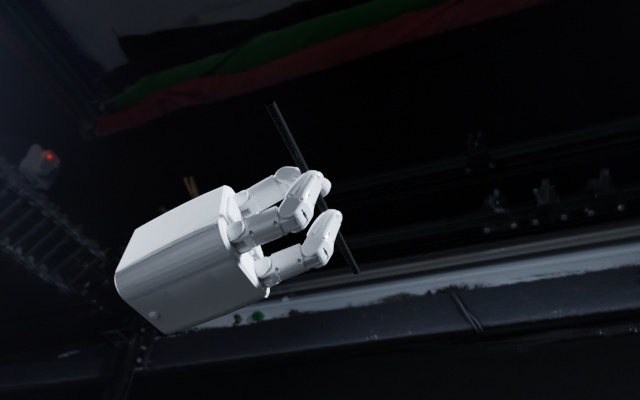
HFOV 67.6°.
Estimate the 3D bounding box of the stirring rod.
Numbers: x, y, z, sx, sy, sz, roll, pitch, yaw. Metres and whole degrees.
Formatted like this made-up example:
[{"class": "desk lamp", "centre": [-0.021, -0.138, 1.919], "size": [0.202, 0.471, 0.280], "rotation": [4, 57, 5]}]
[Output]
[{"class": "stirring rod", "centre": [0.000, 0.001, 0.459], "size": [0.011, 0.011, 0.240], "rotation": [0, -41, 26]}]
